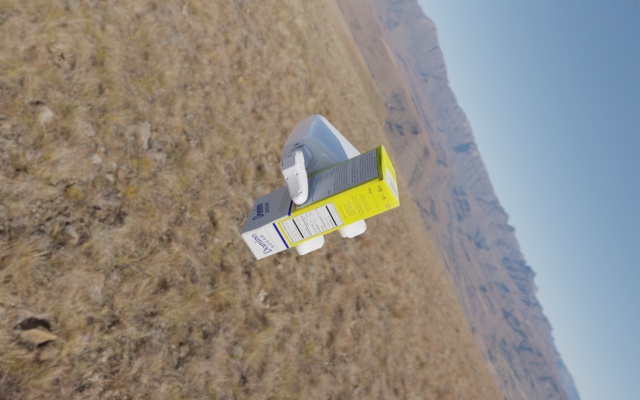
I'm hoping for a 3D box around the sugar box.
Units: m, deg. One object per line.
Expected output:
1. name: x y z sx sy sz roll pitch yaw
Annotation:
1. sugar box: 0.000 0.002 0.556 0.176 0.048 0.093 -24 23 17
